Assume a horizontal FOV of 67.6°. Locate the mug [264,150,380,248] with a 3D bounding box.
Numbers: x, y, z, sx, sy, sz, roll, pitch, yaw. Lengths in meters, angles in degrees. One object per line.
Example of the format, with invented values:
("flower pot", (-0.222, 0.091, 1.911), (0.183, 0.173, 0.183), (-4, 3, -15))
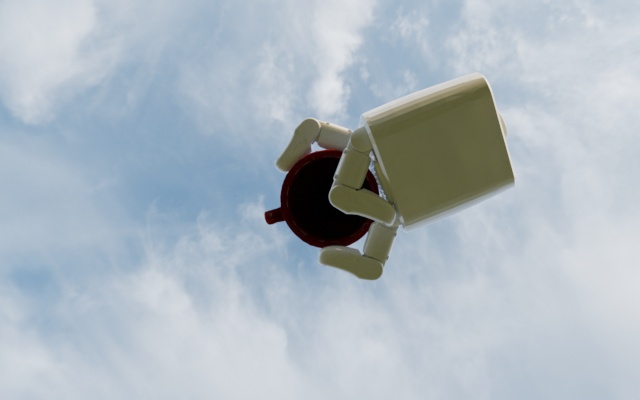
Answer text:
("mug", (-0.001, 0.002, 0.484), (0.117, 0.093, 0.081), (-20, 1, 5))
